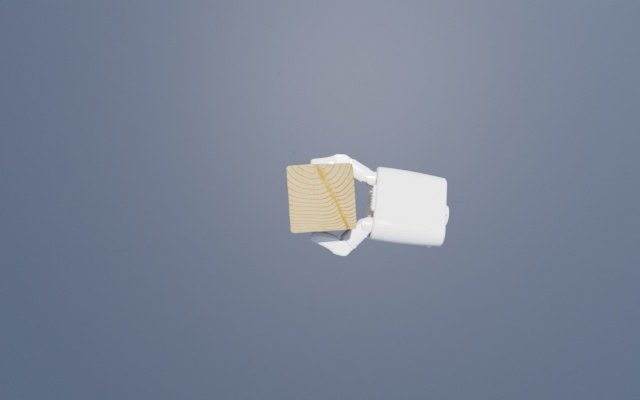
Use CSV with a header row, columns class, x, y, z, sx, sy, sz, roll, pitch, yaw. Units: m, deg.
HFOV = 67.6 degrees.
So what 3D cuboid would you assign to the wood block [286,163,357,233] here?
class,x,y,z,sx,sy,sz,roll,pitch,yaw
wood block,0.001,0.002,0.729,0.090,0.091,0.206,-3,-4,-1
